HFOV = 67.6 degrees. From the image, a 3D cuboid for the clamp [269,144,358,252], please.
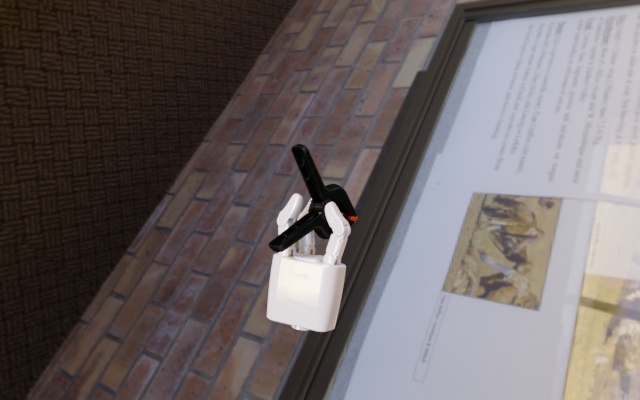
[{"bbox_3d":[0.001,0.003,0.781,0.036,0.164,0.210,11,2,35],"label":"clamp"}]
